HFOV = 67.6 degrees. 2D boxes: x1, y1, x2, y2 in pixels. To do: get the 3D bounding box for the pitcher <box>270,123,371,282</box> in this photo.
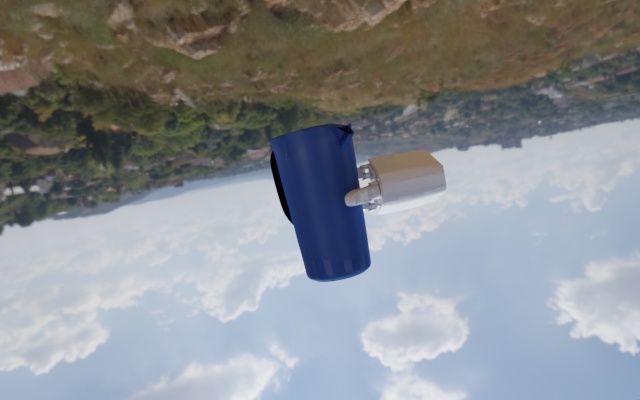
[{"bbox_3d":[0.000,0.003,0.780,0.145,0.243,0.149,-11,3,-1],"label":"pitcher"}]
